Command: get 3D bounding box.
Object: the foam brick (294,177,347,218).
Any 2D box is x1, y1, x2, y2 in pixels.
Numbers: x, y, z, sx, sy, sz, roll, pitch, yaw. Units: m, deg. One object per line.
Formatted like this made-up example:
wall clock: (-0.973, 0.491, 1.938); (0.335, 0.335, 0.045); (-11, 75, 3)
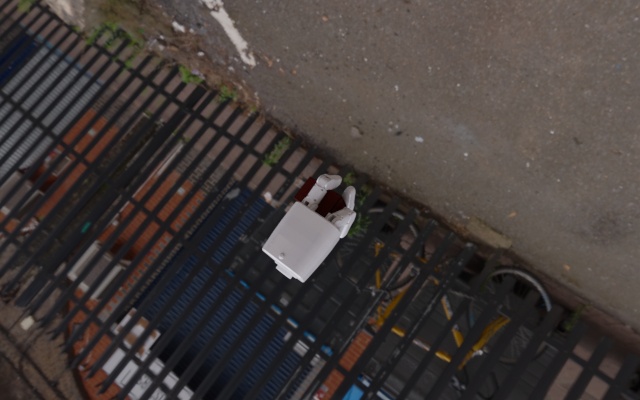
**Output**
foam brick: (0.000, 0.003, 0.875); (0.078, 0.051, 0.053); (33, -11, 25)
